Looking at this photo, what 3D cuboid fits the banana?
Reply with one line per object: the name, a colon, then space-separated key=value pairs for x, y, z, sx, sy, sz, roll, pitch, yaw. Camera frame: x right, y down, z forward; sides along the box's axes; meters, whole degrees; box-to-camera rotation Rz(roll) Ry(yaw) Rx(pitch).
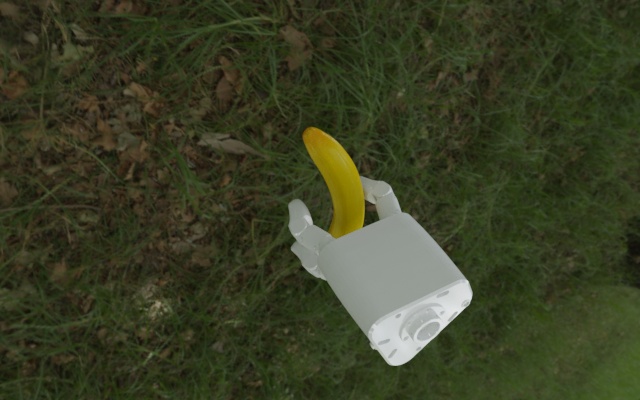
banana: x=0.018 y=0.001 z=0.553 sx=0.069 sy=0.198 sz=0.037 roll=-11 pitch=39 yaw=-12
